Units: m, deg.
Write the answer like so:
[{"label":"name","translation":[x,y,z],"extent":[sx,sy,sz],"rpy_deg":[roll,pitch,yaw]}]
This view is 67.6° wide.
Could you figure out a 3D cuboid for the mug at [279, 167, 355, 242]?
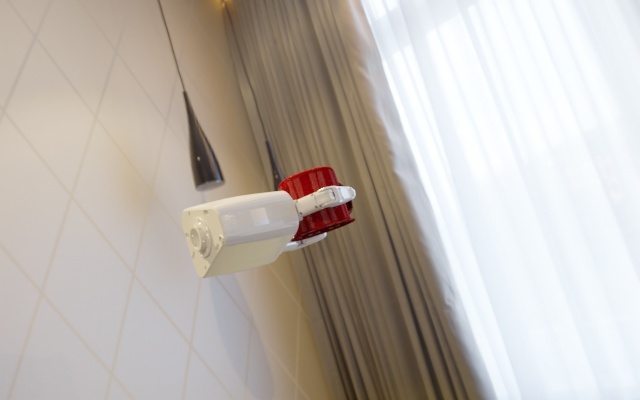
[{"label":"mug","translation":[0.001,0.002,0.668],"extent":[0.117,0.081,0.093],"rpy_deg":[-12,-10,-41]}]
